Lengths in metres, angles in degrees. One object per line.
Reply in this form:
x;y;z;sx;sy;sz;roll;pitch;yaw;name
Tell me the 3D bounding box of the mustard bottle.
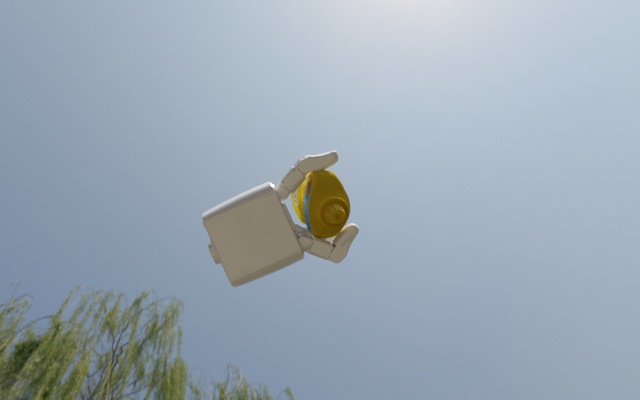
0.000;0.002;0.686;0.058;0.096;0.191;0;11;-13;mustard bottle
